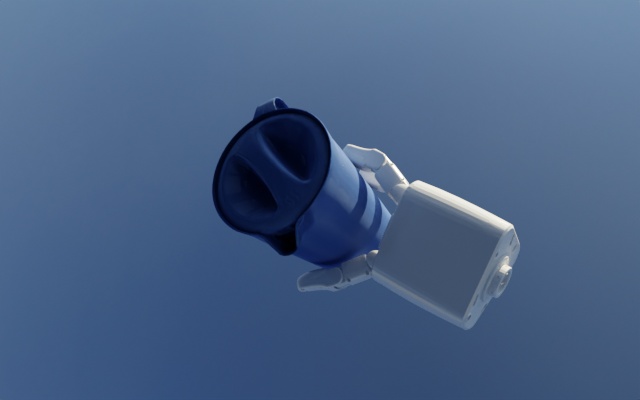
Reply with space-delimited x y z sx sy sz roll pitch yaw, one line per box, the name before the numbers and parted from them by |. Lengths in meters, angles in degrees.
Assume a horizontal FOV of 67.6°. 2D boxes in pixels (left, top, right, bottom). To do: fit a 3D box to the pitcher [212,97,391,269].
pitcher | 0.000 0.002 0.551 0.145 0.149 0.243 25 -8 34
